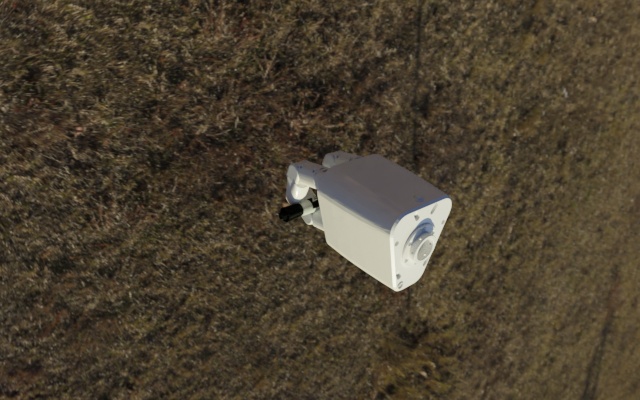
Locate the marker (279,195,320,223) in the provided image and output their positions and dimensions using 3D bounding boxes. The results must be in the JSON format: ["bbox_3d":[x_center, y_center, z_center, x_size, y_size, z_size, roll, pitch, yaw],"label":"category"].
[{"bbox_3d":[0.000,0.002,0.589,0.121,0.020,0.020,-20,12,-35],"label":"marker"}]
